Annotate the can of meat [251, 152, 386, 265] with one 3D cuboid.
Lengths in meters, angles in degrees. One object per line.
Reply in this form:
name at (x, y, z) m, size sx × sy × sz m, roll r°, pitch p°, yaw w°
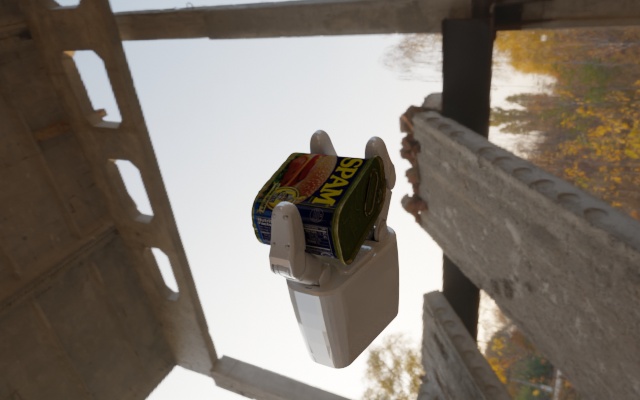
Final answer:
can of meat at (0.000, 0.001, 0.414) m, size 0.084 × 0.057 × 0.102 m, roll 8°, pitch 40°, yaw 26°
